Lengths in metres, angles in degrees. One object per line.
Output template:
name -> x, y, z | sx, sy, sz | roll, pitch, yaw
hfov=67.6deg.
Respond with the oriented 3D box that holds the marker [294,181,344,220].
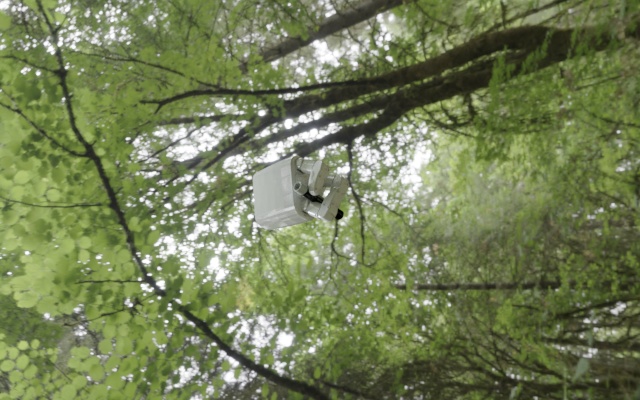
marker -> 0.000, 0.003, 0.821 | 0.020, 0.020, 0.121 | 0, -26, 44
